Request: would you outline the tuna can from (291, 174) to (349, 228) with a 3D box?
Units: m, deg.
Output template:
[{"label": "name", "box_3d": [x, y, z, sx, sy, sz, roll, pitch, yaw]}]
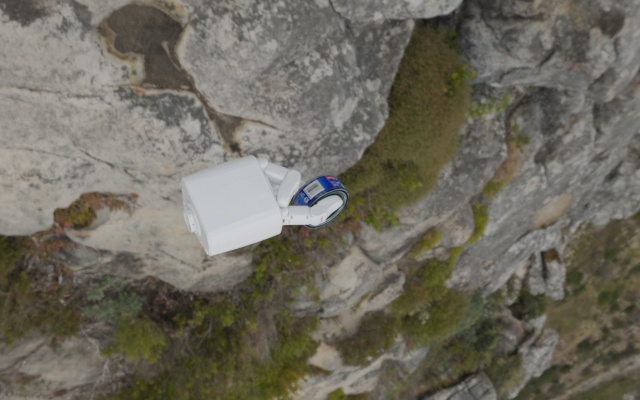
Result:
[{"label": "tuna can", "box_3d": [0.000, 0.003, 0.729, 0.086, 0.086, 0.033, 0, 42, -47]}]
